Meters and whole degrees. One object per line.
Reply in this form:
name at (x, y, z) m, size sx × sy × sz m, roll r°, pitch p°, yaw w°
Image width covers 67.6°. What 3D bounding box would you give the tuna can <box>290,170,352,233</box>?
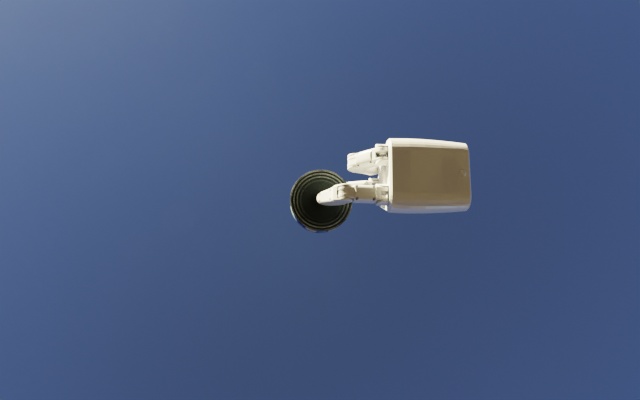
tuna can at (0.000, 0.002, 0.669) m, size 0.086 × 0.086 × 0.034 m, roll 0°, pitch -10°, yaw -4°
